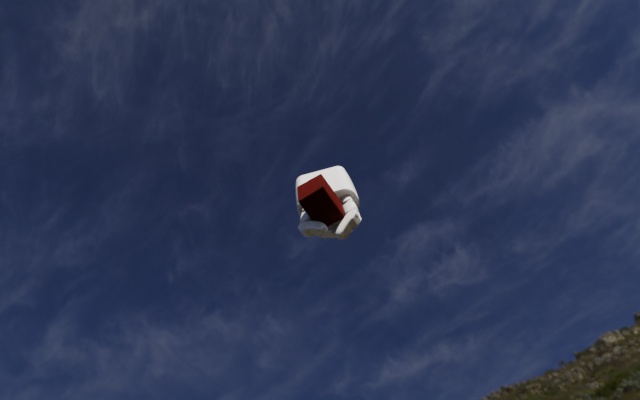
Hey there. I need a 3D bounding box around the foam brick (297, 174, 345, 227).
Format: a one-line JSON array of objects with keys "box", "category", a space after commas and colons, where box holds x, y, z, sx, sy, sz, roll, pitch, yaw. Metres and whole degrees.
[{"box": [0.000, 0.003, 0.851, 0.053, 0.078, 0.051, -28, 31, 13], "category": "foam brick"}]
